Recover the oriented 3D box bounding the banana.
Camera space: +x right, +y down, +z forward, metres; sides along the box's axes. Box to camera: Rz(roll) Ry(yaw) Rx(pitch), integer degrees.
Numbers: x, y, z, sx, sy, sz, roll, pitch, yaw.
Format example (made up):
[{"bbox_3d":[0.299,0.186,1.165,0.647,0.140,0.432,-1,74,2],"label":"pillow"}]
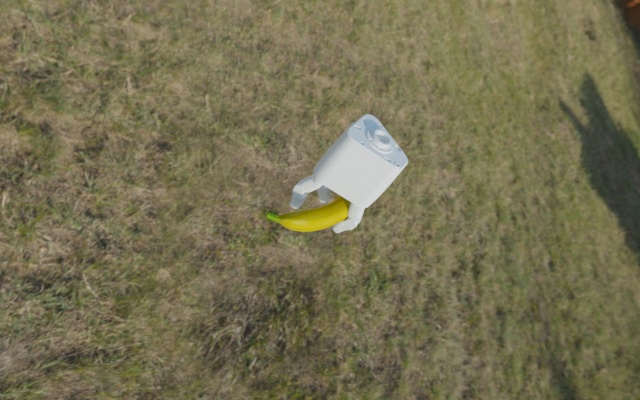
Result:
[{"bbox_3d":[0.008,0.016,0.826,0.198,0.037,0.069,-15,53,-37],"label":"banana"}]
